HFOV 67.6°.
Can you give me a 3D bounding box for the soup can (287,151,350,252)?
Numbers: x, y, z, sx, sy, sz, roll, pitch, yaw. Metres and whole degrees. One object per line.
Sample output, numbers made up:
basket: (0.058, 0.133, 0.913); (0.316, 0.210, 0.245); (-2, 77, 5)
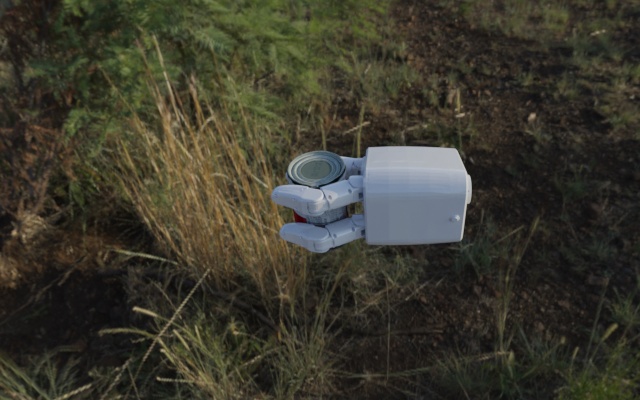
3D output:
soup can: (0.000, 0.002, 0.560); (0.068, 0.102, 0.068); (-4, 40, 4)
